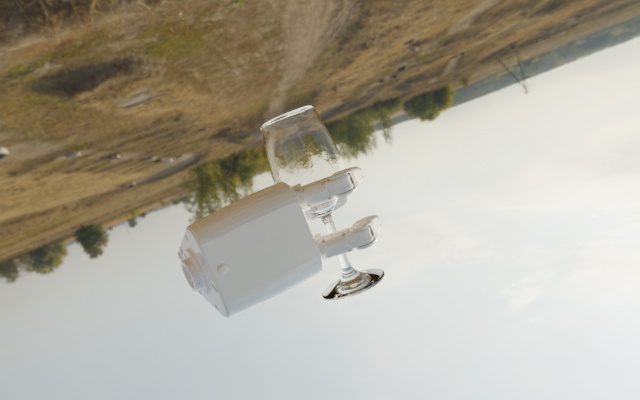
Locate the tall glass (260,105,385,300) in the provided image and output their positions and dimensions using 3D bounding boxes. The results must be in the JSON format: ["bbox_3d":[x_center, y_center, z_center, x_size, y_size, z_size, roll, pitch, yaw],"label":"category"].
[{"bbox_3d":[0.000,0.002,0.519,0.079,0.201,0.079,-21,6,2],"label":"tall glass"}]
